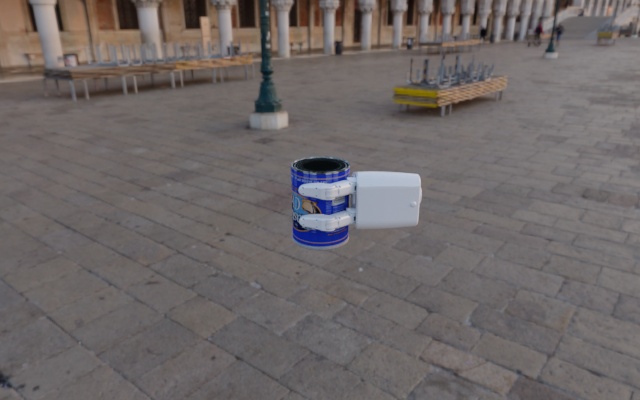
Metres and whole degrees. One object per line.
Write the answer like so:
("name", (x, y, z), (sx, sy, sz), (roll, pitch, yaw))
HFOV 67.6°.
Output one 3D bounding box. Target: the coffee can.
("coffee can", (0.000, 0.003, 0.842), (0.103, 0.140, 0.102), (0, 20, 0))
